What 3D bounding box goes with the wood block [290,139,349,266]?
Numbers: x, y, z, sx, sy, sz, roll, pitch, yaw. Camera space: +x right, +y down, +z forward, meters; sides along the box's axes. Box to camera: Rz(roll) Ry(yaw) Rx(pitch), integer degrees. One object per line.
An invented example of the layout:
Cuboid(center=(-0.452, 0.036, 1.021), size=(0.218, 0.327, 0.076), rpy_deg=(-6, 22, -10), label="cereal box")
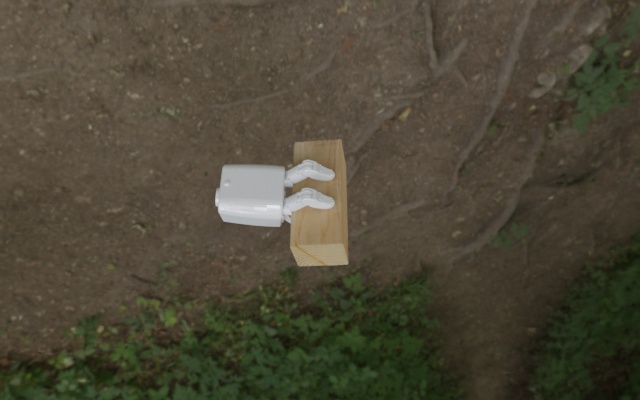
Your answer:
Cuboid(center=(0.000, 0.003, 0.846), size=(0.090, 0.206, 0.091), rpy_deg=(-3, -30, 7), label="wood block")
